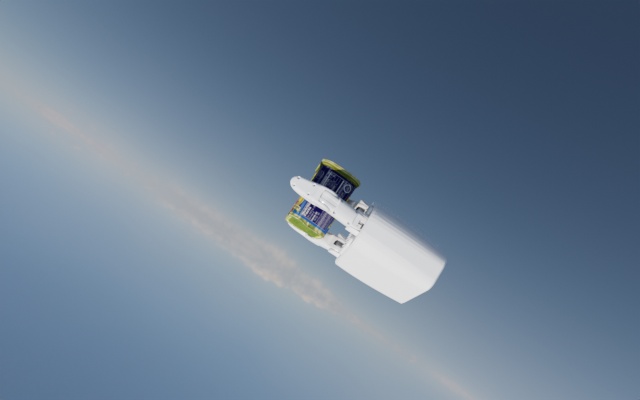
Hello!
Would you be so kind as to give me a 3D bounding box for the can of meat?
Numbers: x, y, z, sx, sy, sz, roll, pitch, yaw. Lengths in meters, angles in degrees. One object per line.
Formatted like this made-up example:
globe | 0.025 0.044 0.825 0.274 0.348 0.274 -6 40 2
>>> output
can of meat | 0.000 0.002 0.621 0.057 0.084 0.102 34 -9 -3
